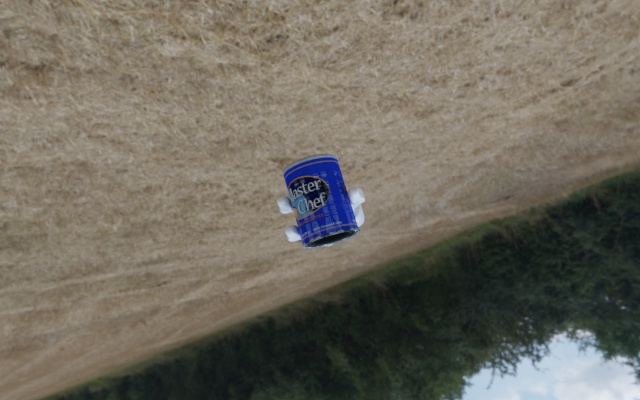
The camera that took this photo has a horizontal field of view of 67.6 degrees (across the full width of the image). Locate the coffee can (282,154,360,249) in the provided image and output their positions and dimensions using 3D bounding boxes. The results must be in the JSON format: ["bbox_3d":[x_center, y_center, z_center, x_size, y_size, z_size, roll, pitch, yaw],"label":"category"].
[{"bbox_3d":[0.000,0.003,0.837,0.103,0.140,0.103,-15,-14,-4],"label":"coffee can"}]
